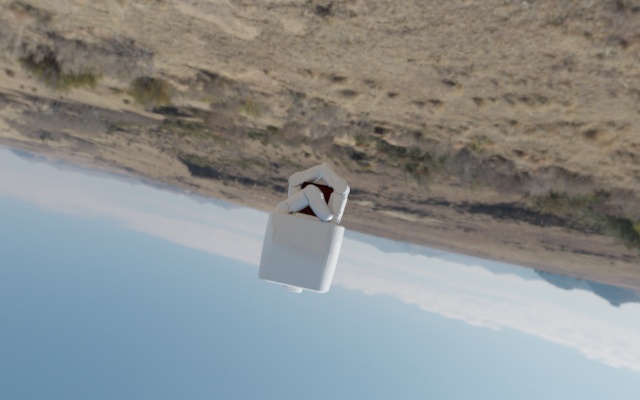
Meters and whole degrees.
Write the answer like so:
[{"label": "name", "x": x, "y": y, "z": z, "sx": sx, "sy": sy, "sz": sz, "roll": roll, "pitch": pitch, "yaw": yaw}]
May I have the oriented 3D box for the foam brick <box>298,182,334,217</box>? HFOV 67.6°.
[{"label": "foam brick", "x": 0.000, "y": 0.003, "z": 0.784, "sx": 0.053, "sy": 0.051, "sz": 0.078, "roll": 11, "pitch": -3, "yaw": 15}]
